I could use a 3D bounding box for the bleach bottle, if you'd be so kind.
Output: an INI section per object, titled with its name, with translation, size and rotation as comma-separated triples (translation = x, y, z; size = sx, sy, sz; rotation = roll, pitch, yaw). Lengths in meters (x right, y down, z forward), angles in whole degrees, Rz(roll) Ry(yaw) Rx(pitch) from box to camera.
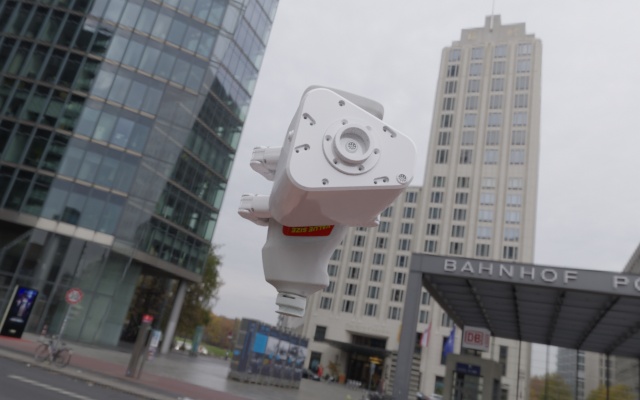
[bleach bottle]
translation = 0.000, 0.002, 0.524
size = 0.102, 0.250, 0.068
rotation = 14, -19, -8
